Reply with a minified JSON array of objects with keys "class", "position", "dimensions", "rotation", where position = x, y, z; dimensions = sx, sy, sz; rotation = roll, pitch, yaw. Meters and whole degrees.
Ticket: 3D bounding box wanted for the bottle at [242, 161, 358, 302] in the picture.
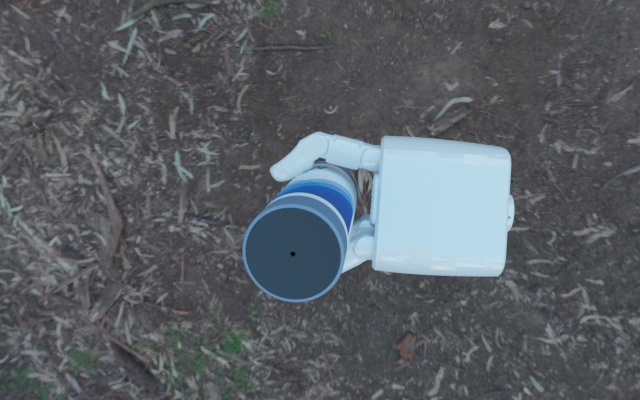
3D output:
[{"class":"bottle","position":[0.000,0.001,0.445],"dimensions":[0.069,0.069,0.295],"rotation":[0,13,7]}]
